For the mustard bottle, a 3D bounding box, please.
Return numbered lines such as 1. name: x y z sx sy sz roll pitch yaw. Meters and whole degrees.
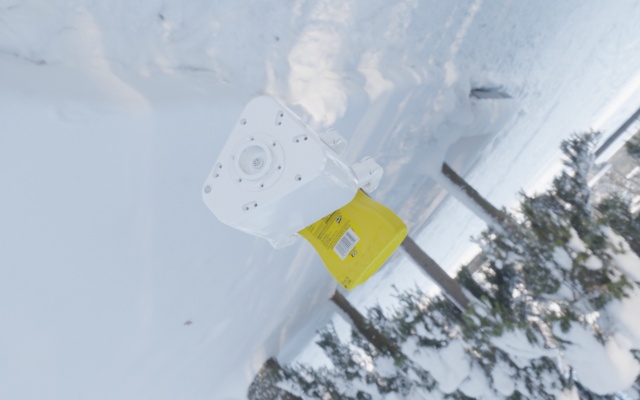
1. mustard bottle: 0.000 0.002 0.539 0.191 0.096 0.058 45 29 19
